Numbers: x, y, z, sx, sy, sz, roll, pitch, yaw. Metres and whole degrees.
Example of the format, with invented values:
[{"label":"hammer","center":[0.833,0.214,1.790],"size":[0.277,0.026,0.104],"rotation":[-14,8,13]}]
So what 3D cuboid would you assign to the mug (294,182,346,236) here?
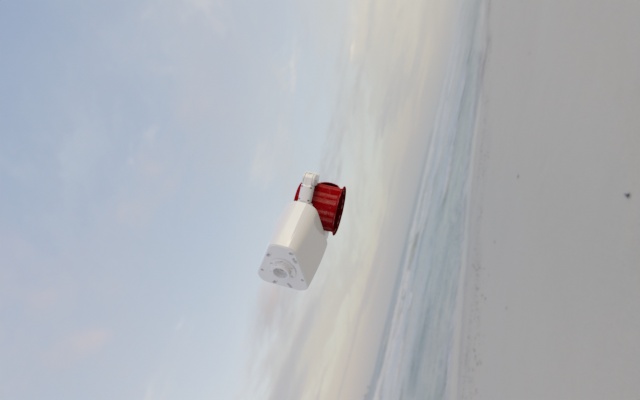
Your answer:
[{"label":"mug","center":[0.000,0.002,0.886],"size":[0.081,0.093,0.117],"rotation":[13,43,10]}]
